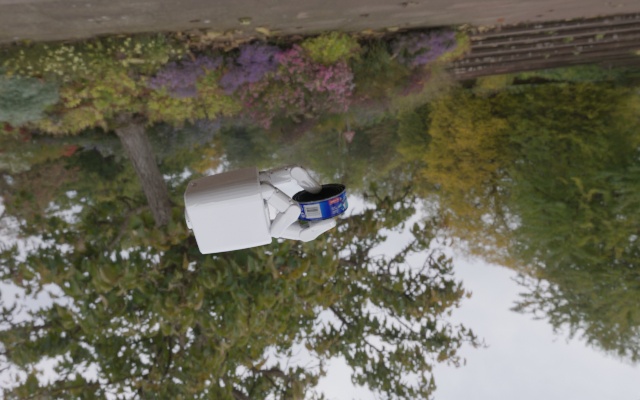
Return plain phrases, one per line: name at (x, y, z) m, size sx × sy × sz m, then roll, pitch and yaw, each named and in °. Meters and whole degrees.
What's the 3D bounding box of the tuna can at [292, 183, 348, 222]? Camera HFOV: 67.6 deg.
tuna can at (0.000, 0.003, 0.749) m, size 0.086 × 0.034 × 0.086 m, roll -11°, pitch 17°, yaw 3°
